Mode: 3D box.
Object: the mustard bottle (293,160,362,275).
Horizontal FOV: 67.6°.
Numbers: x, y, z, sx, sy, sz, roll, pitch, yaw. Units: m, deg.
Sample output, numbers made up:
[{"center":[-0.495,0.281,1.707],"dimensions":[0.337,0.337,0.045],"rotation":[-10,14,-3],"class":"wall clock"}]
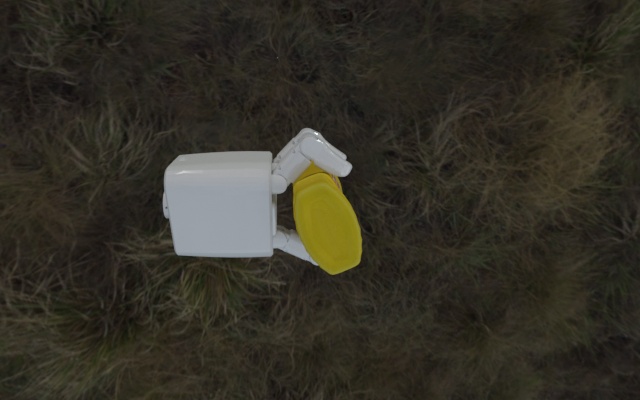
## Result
[{"center":[0.000,0.002,0.538],"dimensions":[0.058,0.096,0.191],"rotation":[-24,17,2],"class":"mustard bottle"}]
